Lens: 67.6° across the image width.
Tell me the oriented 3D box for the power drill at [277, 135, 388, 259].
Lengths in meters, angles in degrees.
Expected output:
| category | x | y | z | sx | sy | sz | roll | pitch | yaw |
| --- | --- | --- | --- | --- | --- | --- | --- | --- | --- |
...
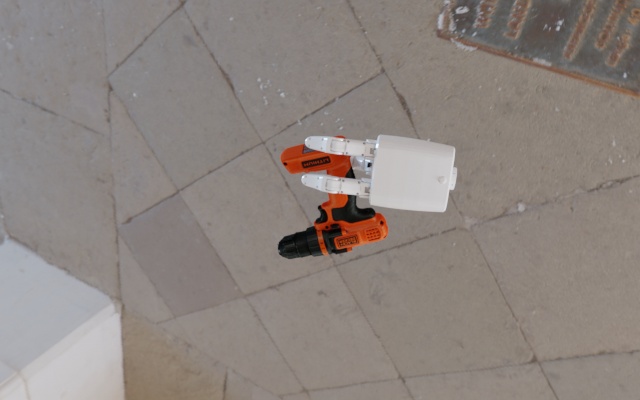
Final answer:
| category | x | y | z | sx | sy | sz | roll | pitch | yaw |
| --- | --- | --- | --- | --- | --- | --- | --- | --- | --- |
| power drill | 0.000 | 0.002 | 0.750 | 0.184 | 0.188 | 0.057 | -14 | 28 | 6 |
